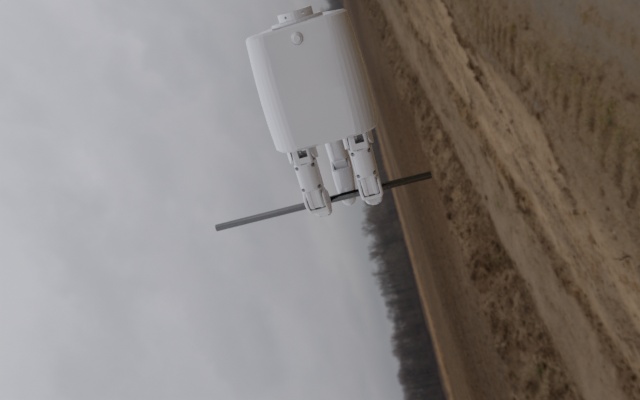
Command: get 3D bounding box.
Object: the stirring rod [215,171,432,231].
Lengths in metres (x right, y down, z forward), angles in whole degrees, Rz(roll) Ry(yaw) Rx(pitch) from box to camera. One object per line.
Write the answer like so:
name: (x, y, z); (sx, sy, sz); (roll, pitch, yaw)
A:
stirring rod: (0.000, 0.002, 0.516); (0.239, 0.011, 0.011); (-14, -2, 8)
